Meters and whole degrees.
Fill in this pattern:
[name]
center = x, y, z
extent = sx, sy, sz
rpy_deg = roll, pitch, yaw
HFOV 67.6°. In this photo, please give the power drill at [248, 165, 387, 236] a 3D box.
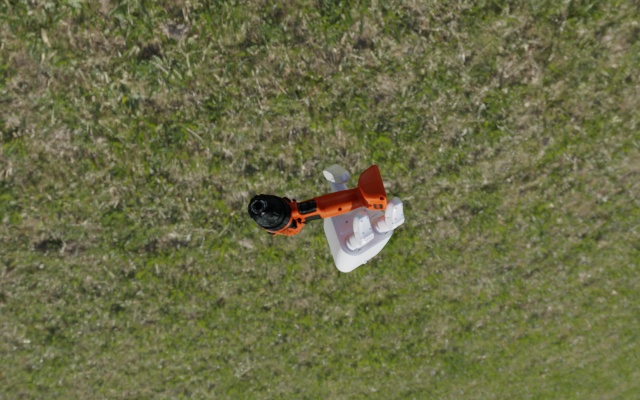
[power drill]
center = 0.001, 0.002, 0.693
extent = 0.187, 0.057, 0.184
rpy_deg = -15, -9, 7
